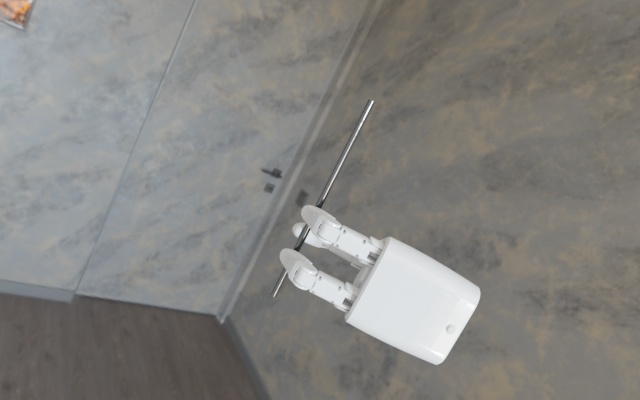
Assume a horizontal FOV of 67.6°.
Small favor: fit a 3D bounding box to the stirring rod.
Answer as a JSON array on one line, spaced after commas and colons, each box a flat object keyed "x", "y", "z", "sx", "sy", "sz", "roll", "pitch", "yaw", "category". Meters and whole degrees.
[{"x": 0.000, "y": 0.002, "z": 0.519, "sx": 0.011, "sy": 0.239, "sz": 0.011, "roll": 26, "pitch": 11, "yaw": -5, "category": "stirring rod"}]
